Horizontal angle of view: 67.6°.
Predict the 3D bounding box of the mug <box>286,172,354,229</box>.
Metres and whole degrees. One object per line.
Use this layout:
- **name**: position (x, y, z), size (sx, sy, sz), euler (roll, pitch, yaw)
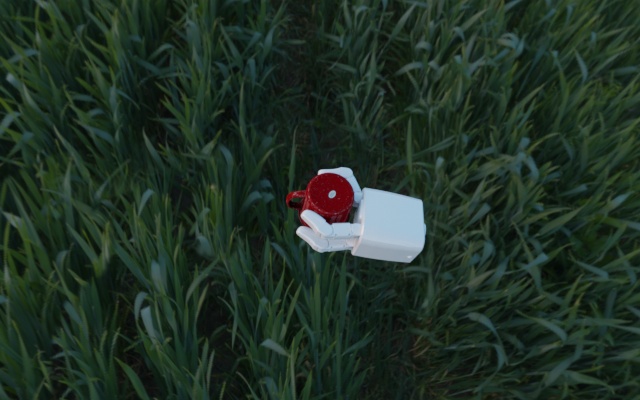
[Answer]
- **mug**: position (-0.001, 0.002, 0.819), size (0.117, 0.093, 0.081), euler (9, -27, -5)
